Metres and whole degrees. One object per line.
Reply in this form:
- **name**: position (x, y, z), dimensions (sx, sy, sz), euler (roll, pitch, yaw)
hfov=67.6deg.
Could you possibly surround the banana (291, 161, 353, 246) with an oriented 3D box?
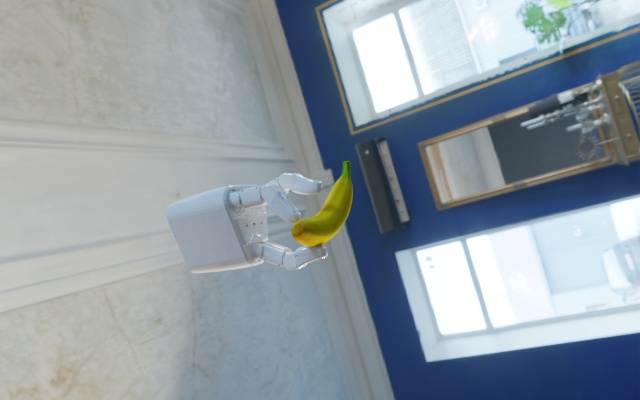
- **banana**: position (0.007, 0.017, 0.641), dimensions (0.037, 0.070, 0.197), euler (-8, 25, 25)
